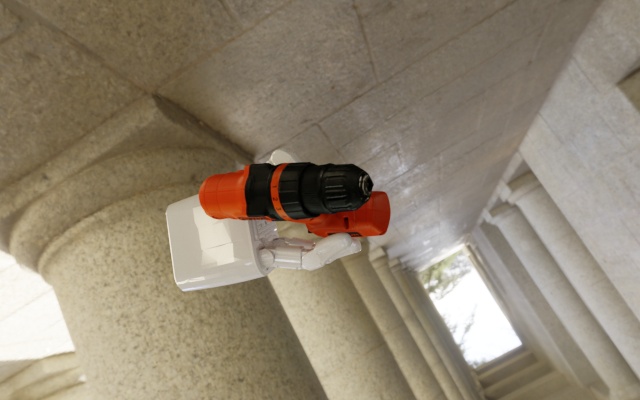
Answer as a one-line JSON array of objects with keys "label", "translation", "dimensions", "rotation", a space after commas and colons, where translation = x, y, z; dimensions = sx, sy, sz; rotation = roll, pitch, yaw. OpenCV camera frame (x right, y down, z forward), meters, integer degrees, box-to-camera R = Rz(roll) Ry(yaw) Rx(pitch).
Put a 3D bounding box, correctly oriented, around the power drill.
[{"label": "power drill", "translation": [0.000, 0.002, 0.492], "dimensions": [0.184, 0.057, 0.188], "rotation": [-1, -11, 33]}]
